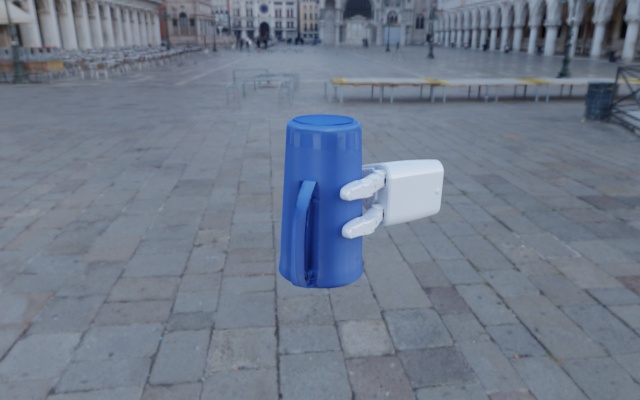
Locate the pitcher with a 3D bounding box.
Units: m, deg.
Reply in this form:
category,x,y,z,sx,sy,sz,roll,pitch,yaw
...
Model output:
category,x,y,z,sx,sy,sz,roll,pitch,yaw
pitcher,0.000,0.002,0.708,0.145,0.243,0.149,-8,21,-24
